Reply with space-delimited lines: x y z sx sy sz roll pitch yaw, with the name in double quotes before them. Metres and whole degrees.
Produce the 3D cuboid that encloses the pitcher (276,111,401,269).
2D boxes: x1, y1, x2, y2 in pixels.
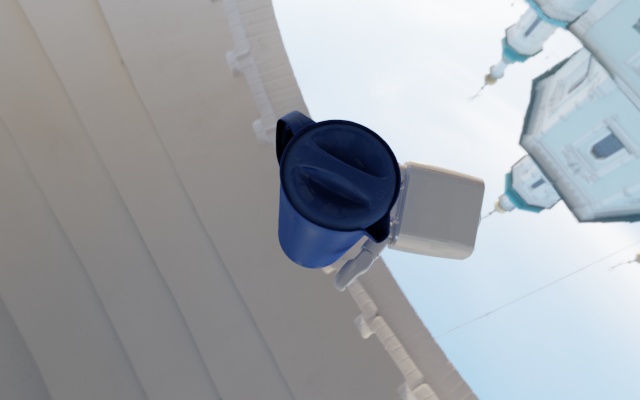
"pitcher" 0.000 0.002 0.619 0.145 0.149 0.243 10 -22 -6
